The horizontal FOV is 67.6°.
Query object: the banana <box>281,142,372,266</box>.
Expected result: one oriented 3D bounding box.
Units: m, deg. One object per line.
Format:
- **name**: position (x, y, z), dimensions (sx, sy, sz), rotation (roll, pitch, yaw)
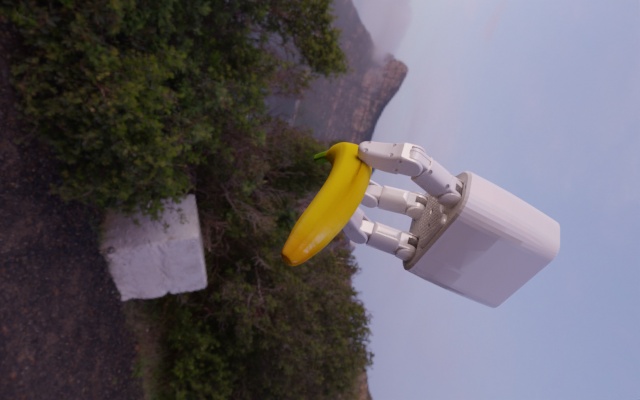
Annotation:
- **banana**: position (0.014, -0.010, 0.437), dimensions (0.070, 0.037, 0.197), rotation (-37, 16, 25)
